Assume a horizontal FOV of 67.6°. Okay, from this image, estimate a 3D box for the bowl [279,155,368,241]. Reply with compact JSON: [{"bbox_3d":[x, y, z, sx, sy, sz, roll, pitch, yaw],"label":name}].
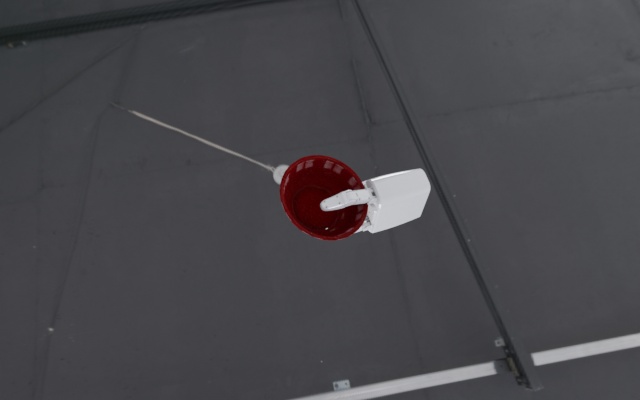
[{"bbox_3d":[-0.001,0.003,0.843,0.162,0.162,0.055,0,-24,-21],"label":"bowl"}]
